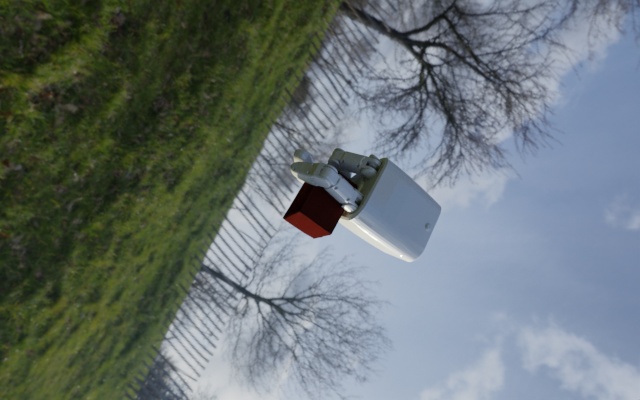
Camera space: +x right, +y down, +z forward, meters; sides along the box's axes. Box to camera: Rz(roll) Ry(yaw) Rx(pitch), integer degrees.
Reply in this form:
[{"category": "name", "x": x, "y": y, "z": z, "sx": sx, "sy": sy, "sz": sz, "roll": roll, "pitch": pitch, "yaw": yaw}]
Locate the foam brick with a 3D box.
[{"category": "foam brick", "x": 0.000, "y": 0.002, "z": 0.602, "sx": 0.051, "sy": 0.078, "sz": 0.053, "roll": 37, "pitch": -24, "yaw": -17}]
